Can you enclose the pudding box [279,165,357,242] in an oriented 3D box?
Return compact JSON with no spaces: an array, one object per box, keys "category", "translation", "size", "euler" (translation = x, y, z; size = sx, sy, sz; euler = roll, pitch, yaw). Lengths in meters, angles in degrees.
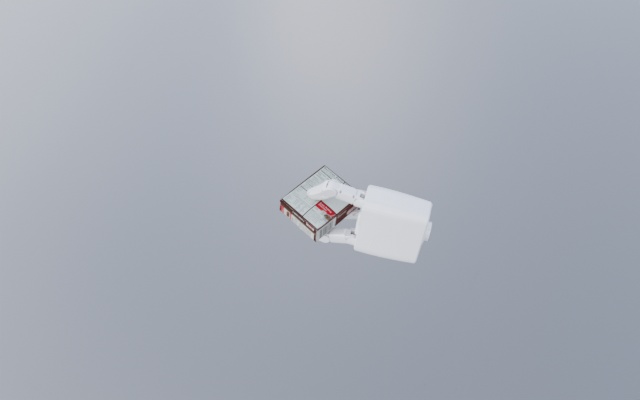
[{"category":"pudding box","translation":[0.000,0.003,0.816],"size":[0.113,0.090,0.039],"euler":[-38,-25,-29]}]
